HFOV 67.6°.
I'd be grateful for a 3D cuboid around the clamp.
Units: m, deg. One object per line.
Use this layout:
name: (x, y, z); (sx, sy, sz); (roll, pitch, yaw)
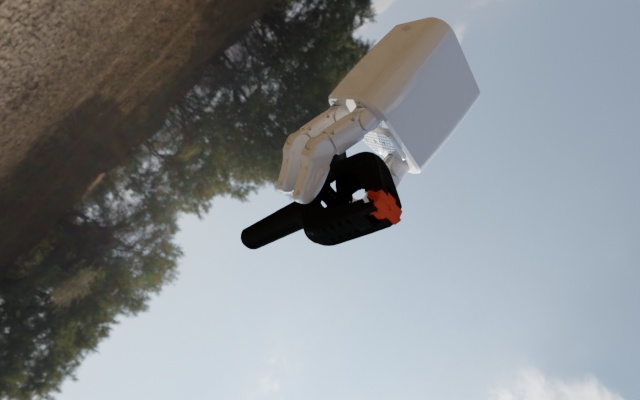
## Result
clamp: (0.001, 0.002, 0.447); (0.036, 0.164, 0.210); (41, -5, -24)
